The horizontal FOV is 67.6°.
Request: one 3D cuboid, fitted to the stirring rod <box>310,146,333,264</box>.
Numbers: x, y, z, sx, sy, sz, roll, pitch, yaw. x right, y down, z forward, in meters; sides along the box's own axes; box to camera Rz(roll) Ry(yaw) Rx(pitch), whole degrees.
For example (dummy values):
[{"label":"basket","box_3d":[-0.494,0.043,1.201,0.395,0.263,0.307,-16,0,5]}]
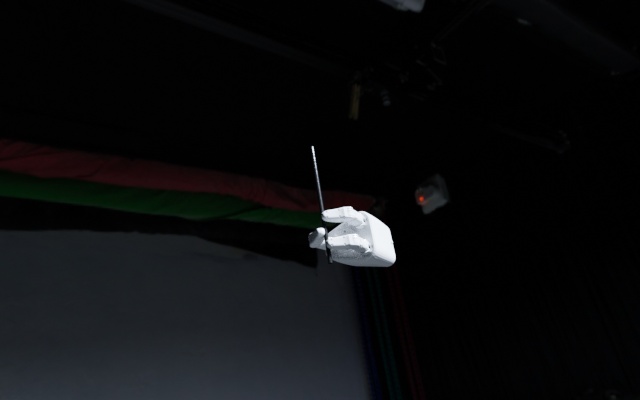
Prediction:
[{"label":"stirring rod","box_3d":[0.000,0.003,0.897,0.011,0.239,0.011,-8,-24,-3]}]
